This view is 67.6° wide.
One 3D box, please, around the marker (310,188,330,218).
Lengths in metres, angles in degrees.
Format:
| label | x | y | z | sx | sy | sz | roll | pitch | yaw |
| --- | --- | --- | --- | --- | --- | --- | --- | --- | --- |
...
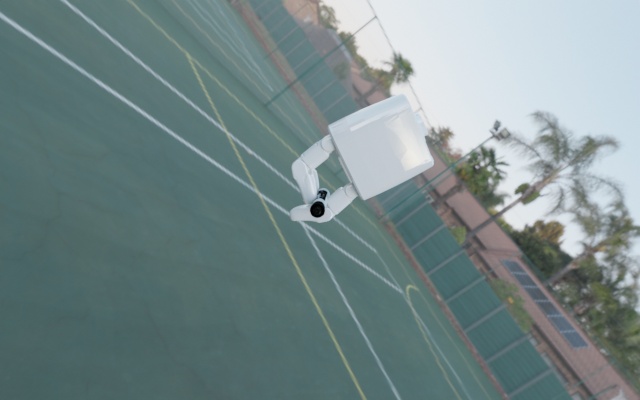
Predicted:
| label | x | y | z | sx | sy | sz | roll | pitch | yaw |
| --- | --- | --- | --- | --- | --- | --- | --- | --- | --- |
| marker | 0.000 | 0.002 | 0.634 | 0.020 | 0.020 | 0.121 | 0 | 10 | 4 |
